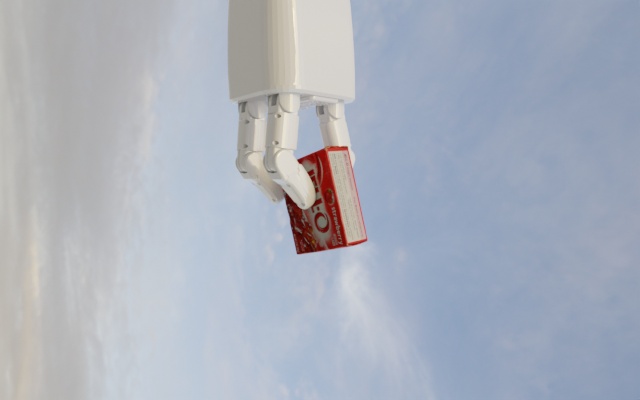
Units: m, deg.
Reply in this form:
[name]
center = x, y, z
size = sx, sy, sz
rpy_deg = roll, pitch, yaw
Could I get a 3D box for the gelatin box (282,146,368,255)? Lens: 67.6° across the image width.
[gelatin box]
center = 0.000, 0.002, 0.438
size = 0.030, 0.089, 0.073
rpy_deg = -9, -4, -41
